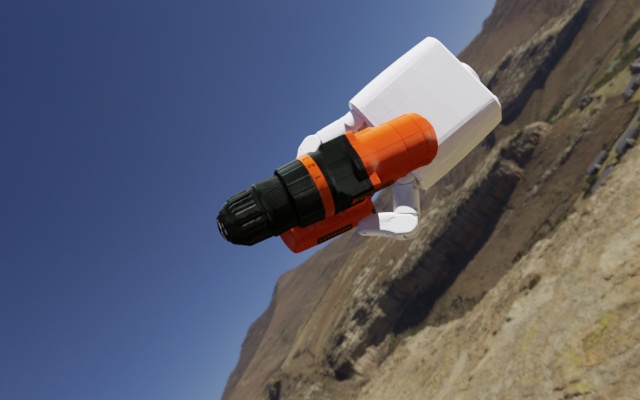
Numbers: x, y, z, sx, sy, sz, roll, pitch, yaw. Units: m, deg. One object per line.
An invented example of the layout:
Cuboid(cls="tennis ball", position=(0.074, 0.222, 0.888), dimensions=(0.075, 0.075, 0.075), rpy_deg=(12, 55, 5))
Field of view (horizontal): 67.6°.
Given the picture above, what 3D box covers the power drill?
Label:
Cuboid(cls="power drill", position=(0.000, 0.001, 0.434), dimensions=(0.184, 0.057, 0.188), rpy_deg=(-24, -9, -12))
